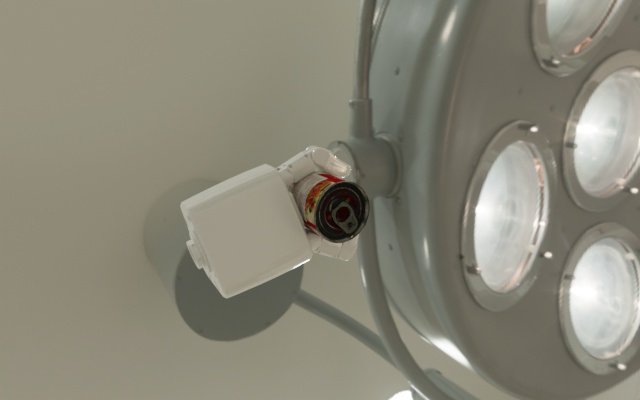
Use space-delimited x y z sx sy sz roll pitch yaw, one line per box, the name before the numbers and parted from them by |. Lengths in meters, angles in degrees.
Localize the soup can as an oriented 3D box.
soup can | 0.000 0.001 0.547 0.068 0.068 0.102 0 13 -29
